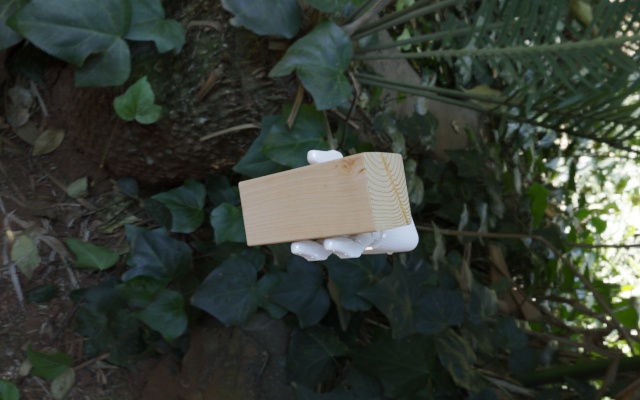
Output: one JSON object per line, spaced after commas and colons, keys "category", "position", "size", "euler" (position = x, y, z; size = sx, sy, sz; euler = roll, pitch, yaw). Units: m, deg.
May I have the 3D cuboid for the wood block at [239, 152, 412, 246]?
{"category": "wood block", "position": [0.000, 0.002, 0.618], "size": [0.206, 0.091, 0.090], "euler": [-10, -3, 38]}
